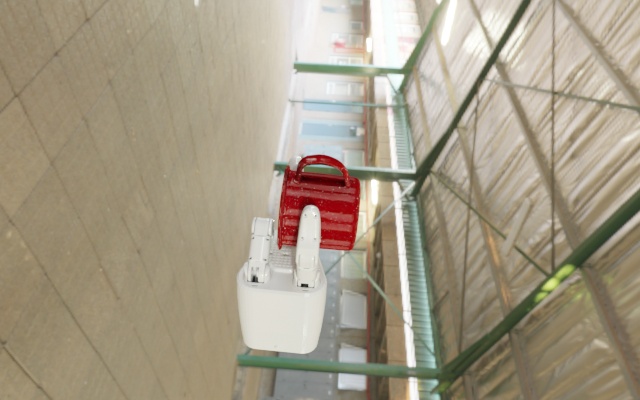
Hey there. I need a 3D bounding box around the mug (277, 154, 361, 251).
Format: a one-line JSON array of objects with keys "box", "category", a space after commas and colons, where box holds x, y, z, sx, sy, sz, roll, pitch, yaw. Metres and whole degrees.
[{"box": [0.000, 0.000, 0.515, 0.081, 0.117, 0.093, 6, 35, 0], "category": "mug"}]
